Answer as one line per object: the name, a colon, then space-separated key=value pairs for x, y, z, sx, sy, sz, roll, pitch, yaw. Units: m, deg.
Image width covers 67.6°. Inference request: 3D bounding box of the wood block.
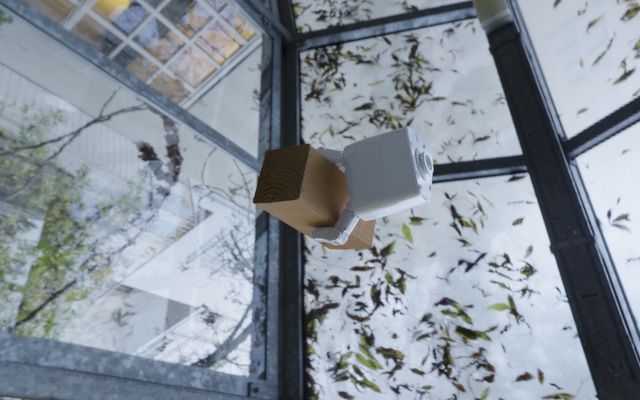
wood block: x=0.000 y=0.003 z=0.762 sx=0.090 sy=0.090 sz=0.206 roll=-5 pitch=-27 yaw=36
